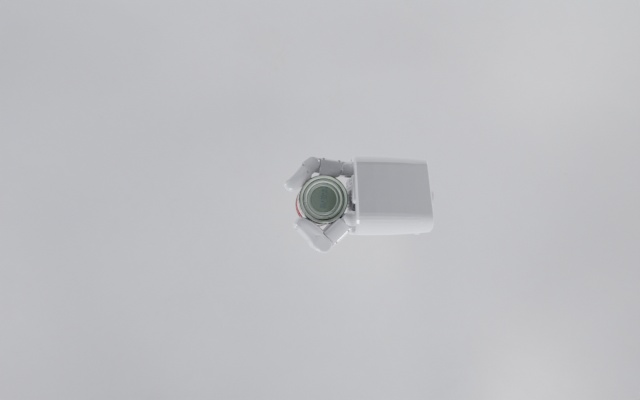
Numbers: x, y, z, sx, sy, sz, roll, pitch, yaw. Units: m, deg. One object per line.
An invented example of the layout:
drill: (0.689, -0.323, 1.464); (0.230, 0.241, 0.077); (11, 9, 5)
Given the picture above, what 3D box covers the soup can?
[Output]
soup can: (0.000, 0.002, 0.680); (0.068, 0.068, 0.102); (0, -4, -5)
